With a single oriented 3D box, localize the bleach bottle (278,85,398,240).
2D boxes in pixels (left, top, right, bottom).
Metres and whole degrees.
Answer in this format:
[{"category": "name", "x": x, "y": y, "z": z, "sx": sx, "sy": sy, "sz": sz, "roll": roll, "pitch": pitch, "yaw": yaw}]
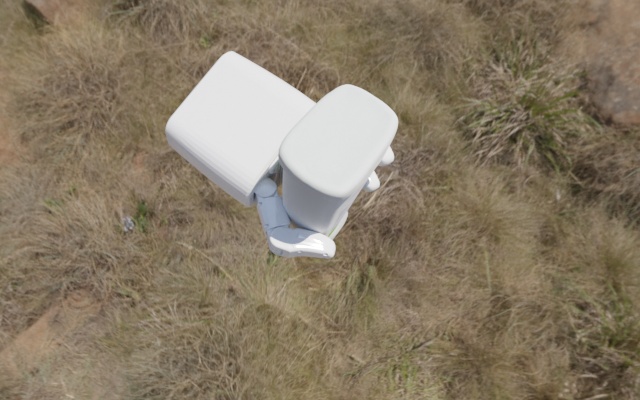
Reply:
[{"category": "bleach bottle", "x": 0.000, "y": 0.001, "z": 0.471, "sx": 0.068, "sy": 0.102, "sz": 0.251, "roll": 36, "pitch": -25, "yaw": 8}]
